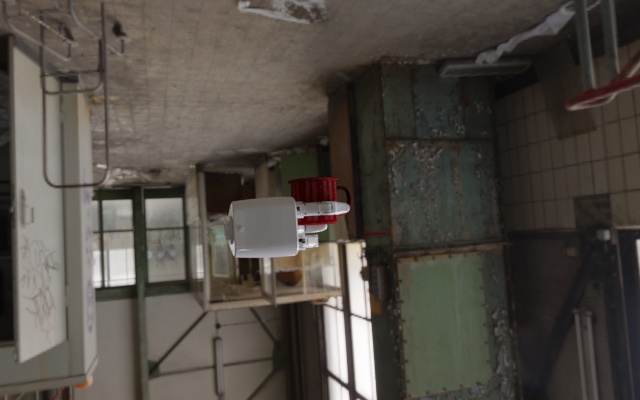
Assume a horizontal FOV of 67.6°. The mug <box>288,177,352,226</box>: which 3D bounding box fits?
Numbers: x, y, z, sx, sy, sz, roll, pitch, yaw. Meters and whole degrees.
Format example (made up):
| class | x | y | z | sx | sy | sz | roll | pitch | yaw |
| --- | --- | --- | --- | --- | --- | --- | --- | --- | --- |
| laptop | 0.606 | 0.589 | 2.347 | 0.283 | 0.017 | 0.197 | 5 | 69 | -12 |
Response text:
| class | x | y | z | sx | sy | sz | roll | pitch | yaw |
| --- | --- | --- | --- | --- | --- | --- | --- | --- | --- |
| mug | 0.002 | 0.003 | 0.870 | 0.117 | 0.081 | 0.093 | -2 | -4 | -16 |
